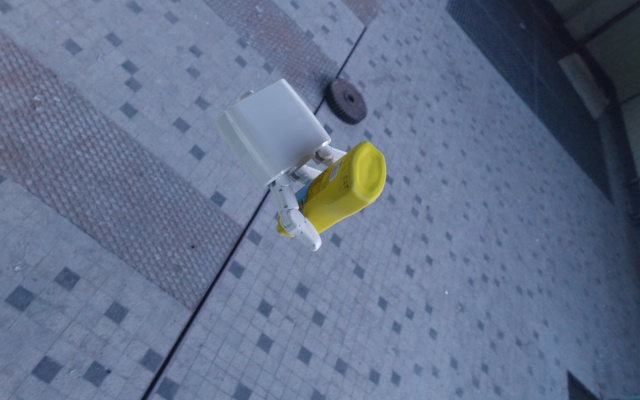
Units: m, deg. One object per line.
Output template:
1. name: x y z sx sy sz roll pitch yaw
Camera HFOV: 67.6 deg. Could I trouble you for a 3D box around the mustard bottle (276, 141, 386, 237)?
1. mustard bottle: 0.000 0.002 0.635 0.058 0.096 0.192 37 -45 -20
